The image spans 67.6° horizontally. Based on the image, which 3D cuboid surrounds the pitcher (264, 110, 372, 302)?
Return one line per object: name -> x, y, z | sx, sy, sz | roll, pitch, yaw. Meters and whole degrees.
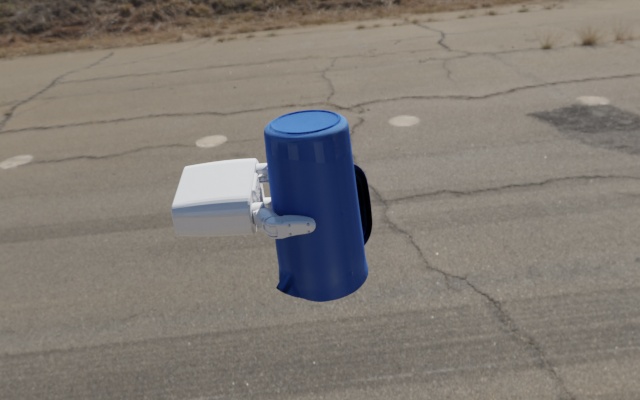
pitcher -> 0.000, 0.002, 0.661 | 0.145, 0.243, 0.149 | -4, 28, 4
